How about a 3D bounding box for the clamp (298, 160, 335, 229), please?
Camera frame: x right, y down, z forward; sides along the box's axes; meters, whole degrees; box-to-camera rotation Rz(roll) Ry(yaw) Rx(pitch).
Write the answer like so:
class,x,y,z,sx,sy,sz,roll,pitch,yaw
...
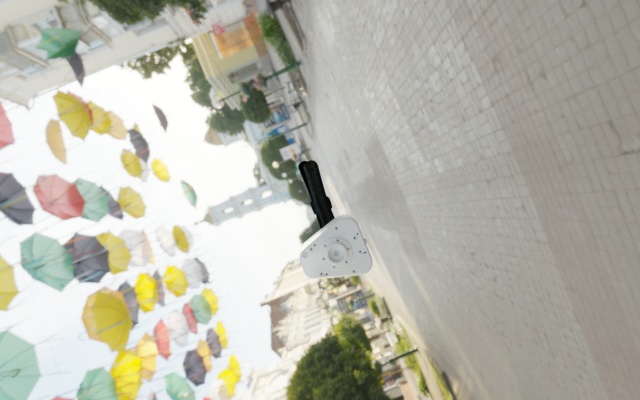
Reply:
class,x,y,z,sx,sy,sz,roll,pitch,yaw
clamp,0.000,0.003,0.848,0.039,0.171,0.120,-22,-2,0
